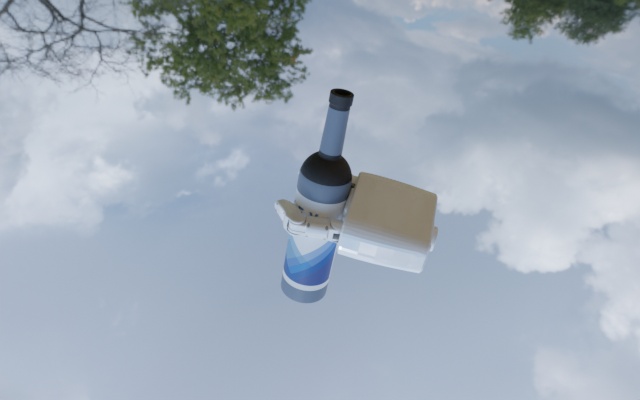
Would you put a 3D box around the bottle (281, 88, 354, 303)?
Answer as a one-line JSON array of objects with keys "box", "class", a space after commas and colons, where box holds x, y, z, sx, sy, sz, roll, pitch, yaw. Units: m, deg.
[{"box": [0.000, 0.002, 0.612, 0.069, 0.296, 0.069, 8, 32, -5], "class": "bottle"}]
